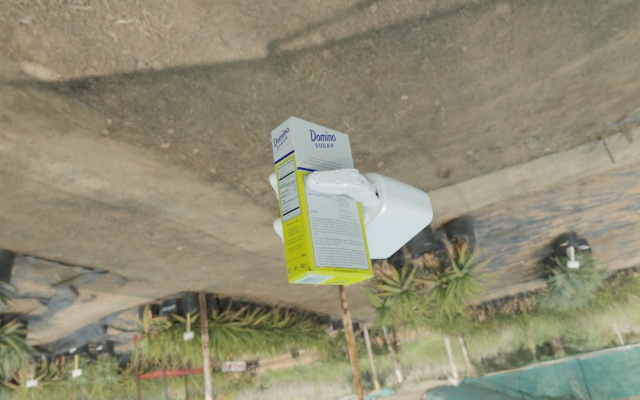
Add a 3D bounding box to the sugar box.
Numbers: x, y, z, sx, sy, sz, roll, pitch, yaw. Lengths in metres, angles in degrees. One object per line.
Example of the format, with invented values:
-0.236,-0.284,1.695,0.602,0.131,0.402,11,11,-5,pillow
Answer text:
0.000,0.002,0.530,0.093,0.176,0.048,11,-30,-41,sugar box
